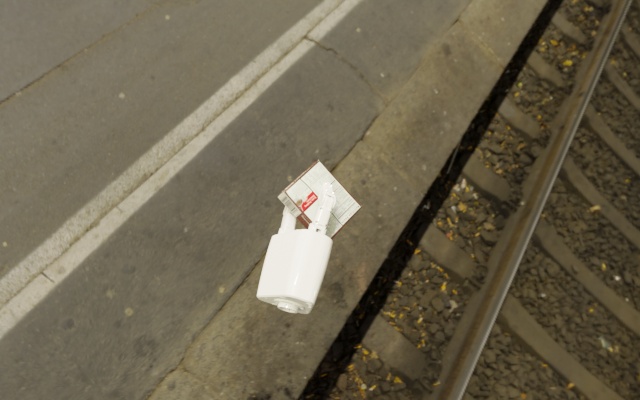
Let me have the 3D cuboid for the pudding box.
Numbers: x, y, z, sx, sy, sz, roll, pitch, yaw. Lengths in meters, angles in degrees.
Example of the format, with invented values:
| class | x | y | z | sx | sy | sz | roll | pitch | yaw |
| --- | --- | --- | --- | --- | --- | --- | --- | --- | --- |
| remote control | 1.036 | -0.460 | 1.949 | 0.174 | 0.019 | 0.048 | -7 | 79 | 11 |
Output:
| class | x | y | z | sx | sy | sz | roll | pitch | yaw |
| --- | --- | --- | --- | --- | --- | --- | --- | --- | --- |
| pudding box | 0.000 | 0.003 | 0.799 | 0.090 | 0.113 | 0.039 | -44 | 5 | -26 |
